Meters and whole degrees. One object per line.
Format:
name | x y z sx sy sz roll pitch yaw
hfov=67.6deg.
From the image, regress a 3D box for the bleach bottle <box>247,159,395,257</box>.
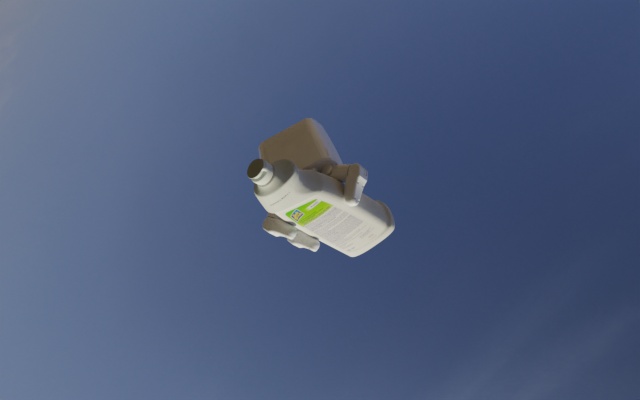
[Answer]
bleach bottle | 0.000 0.002 0.683 0.102 0.068 0.251 -38 -42 19
